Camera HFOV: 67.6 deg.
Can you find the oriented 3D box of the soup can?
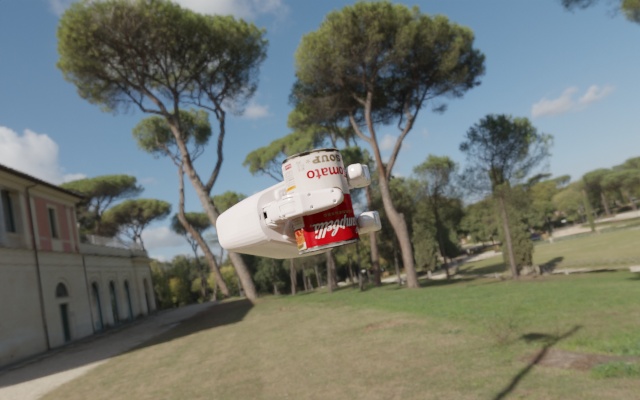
[{"bbox_3d":[0.000,0.001,0.518,0.068,0.102,0.068,-12,-7,-1],"label":"soup can"}]
